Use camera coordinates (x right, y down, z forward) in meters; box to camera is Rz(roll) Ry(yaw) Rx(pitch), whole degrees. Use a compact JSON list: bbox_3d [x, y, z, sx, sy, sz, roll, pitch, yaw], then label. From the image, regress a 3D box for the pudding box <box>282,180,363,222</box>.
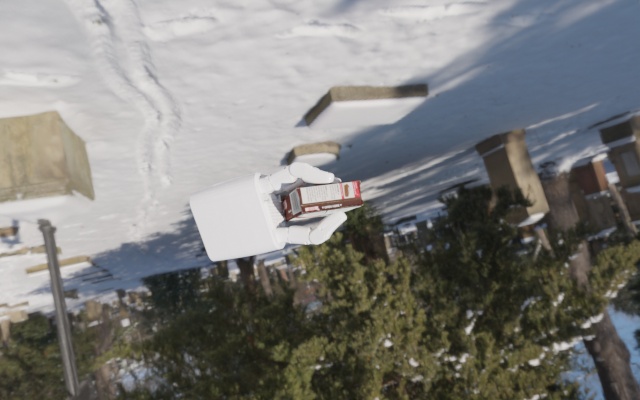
[{"bbox_3d":[0.000,0.002,0.675,0.090,0.039,0.113,-8,-4,-16],"label":"pudding box"}]
